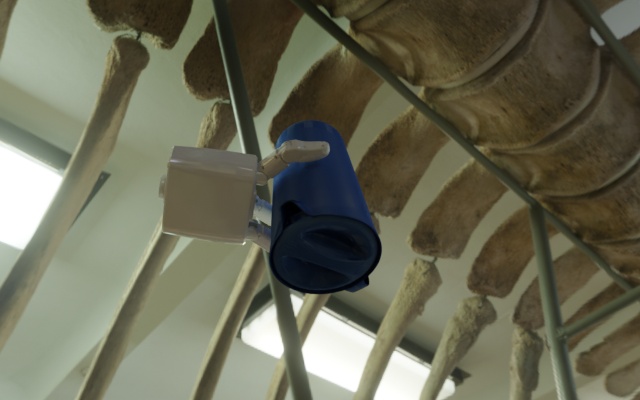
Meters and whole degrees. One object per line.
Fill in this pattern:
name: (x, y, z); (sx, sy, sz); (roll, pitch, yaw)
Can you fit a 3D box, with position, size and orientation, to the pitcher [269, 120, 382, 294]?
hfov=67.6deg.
pitcher: (0.000, 0.002, 0.650); (0.145, 0.149, 0.242); (6, 38, -12)
